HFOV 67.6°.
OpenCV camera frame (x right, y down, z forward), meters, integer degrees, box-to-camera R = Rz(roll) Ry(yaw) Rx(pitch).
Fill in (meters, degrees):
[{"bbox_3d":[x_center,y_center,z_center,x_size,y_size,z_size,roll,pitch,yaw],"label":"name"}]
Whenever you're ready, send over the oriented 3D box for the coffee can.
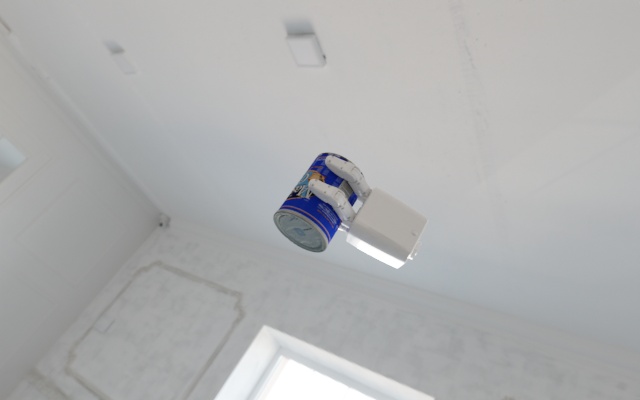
[{"bbox_3d":[0.000,0.003,0.812,0.103,0.140,0.103,26,-30,16],"label":"coffee can"}]
